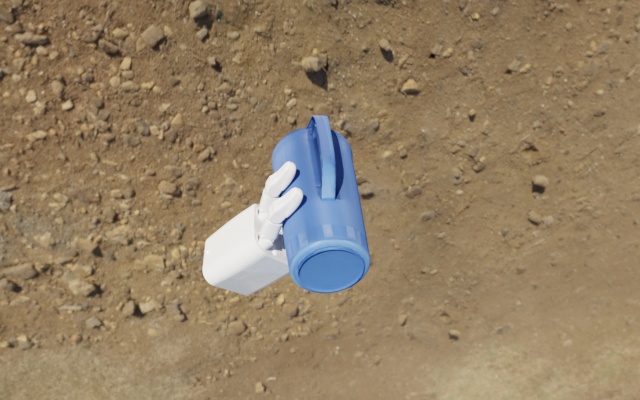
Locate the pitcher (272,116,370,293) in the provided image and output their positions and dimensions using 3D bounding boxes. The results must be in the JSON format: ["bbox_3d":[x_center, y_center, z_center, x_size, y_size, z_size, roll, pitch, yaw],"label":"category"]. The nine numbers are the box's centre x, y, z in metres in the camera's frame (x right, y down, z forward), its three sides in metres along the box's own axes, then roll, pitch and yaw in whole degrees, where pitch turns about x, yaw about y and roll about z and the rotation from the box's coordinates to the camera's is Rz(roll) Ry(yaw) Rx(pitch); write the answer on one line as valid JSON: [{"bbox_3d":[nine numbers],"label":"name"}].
[{"bbox_3d":[0.000,0.002,0.695,0.145,0.242,0.149,-33,-51,20],"label":"pitcher"}]
